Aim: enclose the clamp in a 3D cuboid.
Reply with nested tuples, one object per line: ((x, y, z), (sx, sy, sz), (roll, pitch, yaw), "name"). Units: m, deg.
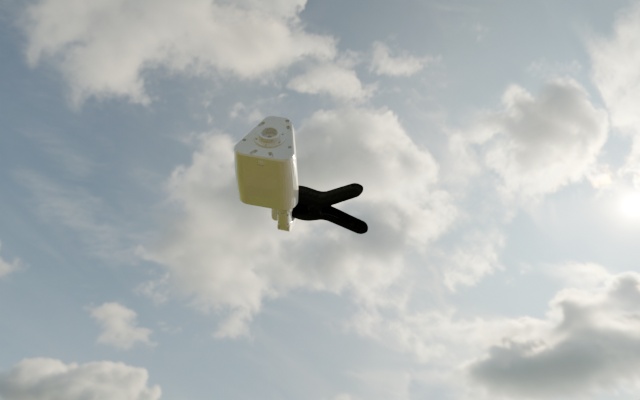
((0.000, 0.002, 0.807), (0.171, 0.039, 0.120), (10, -43, 7), "clamp")
